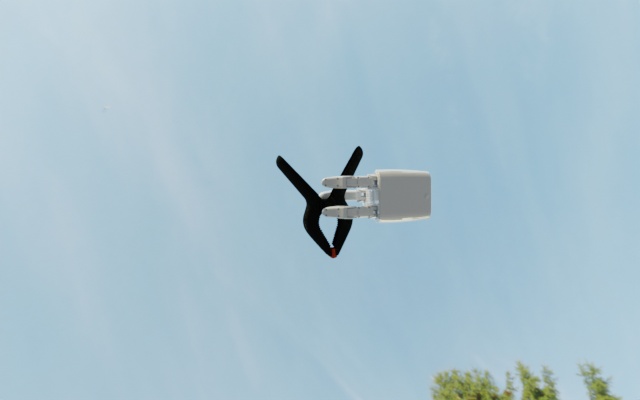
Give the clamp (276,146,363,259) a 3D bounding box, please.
[{"bbox_3d":[0.000,0.003,0.892,0.164,0.210,0.036,-1,2,-10],"label":"clamp"}]
